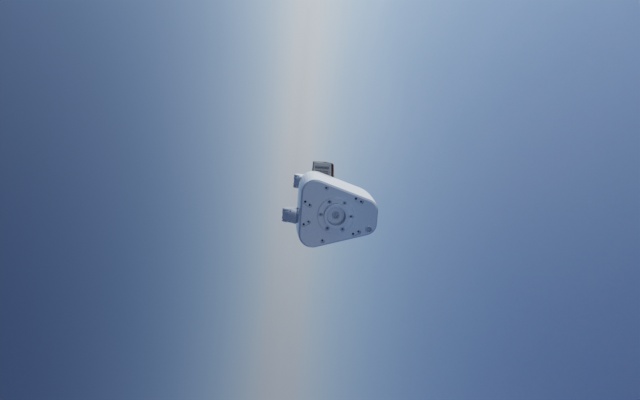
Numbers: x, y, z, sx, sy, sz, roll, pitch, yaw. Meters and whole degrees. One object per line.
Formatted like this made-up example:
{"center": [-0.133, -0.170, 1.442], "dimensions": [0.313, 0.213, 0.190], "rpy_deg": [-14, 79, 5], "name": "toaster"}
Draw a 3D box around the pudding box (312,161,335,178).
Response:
{"center": [0.000, 0.003, 0.812], "dimensions": [0.039, 0.113, 0.090], "rpy_deg": [5, -21, -3], "name": "pudding box"}
